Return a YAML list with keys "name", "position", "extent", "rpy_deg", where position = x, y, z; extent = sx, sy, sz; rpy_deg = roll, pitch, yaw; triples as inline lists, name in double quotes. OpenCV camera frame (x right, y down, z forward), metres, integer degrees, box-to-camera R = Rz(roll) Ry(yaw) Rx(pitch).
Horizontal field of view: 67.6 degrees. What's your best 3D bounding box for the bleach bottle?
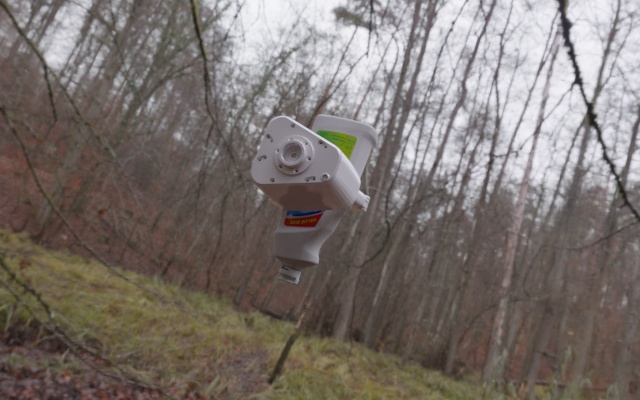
- name: "bleach bottle"
  position: [0.000, 0.002, 0.709]
  extent: [0.102, 0.250, 0.068]
  rpy_deg: [16, -11, 19]
